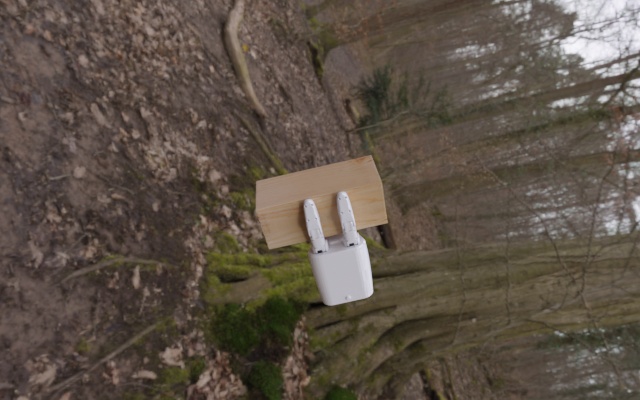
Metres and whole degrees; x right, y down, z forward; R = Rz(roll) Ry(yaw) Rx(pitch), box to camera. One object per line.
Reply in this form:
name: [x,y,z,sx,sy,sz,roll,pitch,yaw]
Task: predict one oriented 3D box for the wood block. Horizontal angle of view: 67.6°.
wood block: [0.000,0.003,0.817,0.206,0.090,0.090,-13,35,2]
